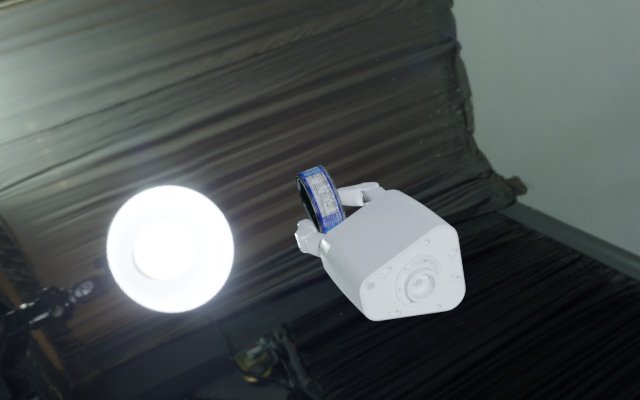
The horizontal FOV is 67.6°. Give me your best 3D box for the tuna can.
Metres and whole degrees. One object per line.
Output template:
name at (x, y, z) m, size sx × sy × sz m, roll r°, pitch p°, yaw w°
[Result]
tuna can at (0.000, 0.002, 0.586) m, size 0.034 × 0.086 × 0.086 m, roll -21°, pitch 3°, yaw -9°
